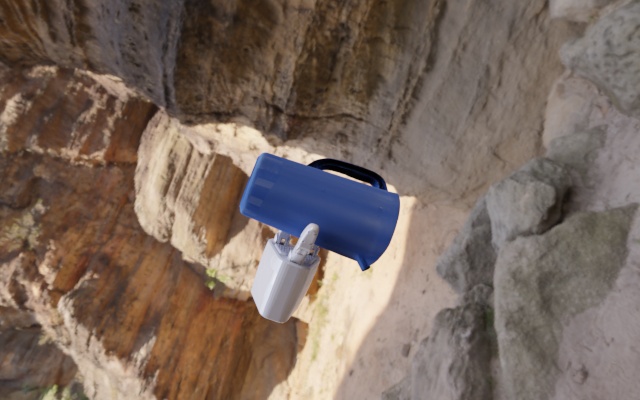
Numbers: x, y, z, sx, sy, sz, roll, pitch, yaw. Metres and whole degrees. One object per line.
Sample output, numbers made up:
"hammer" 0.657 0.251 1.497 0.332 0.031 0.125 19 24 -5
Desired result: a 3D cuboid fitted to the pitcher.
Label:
"pitcher" 0.000 0.003 0.789 0.243 0.145 0.149 21 12 -7
